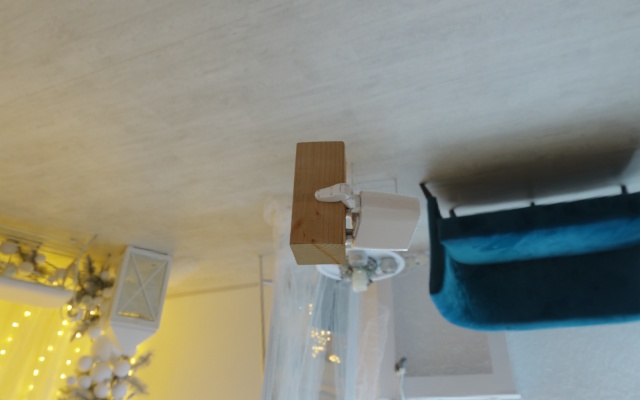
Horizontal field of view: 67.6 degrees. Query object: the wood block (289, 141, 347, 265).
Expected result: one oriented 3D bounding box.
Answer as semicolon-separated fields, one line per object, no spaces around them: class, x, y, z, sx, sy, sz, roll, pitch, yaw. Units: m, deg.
wood block;0.001;0.003;0.860;0.090;0.206;0.091;-1;-30;6
